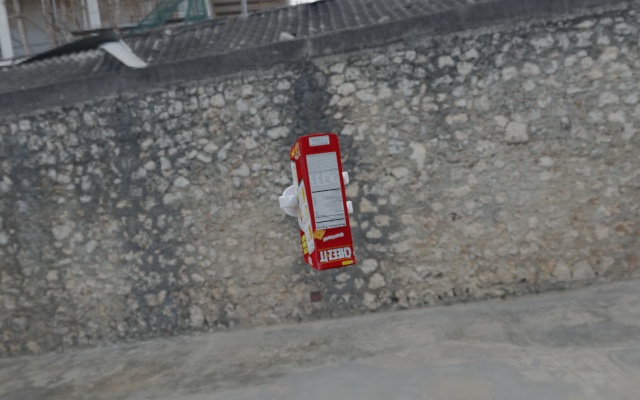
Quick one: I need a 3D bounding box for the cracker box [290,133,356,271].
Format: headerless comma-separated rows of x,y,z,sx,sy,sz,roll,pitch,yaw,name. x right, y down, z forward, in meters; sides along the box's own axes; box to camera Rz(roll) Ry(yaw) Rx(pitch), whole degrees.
0.000,0.003,0.821,0.072,0.213,0.164,-8,0,-9,cracker box
